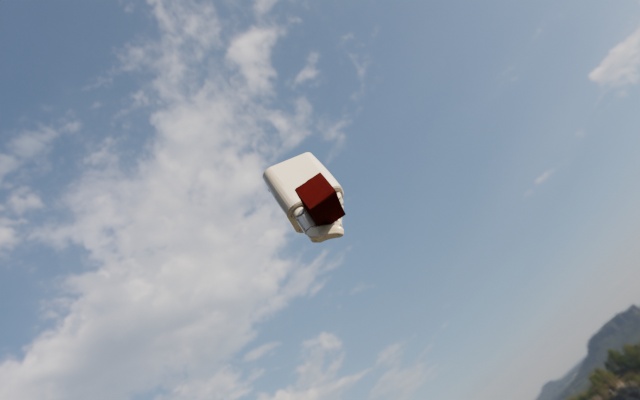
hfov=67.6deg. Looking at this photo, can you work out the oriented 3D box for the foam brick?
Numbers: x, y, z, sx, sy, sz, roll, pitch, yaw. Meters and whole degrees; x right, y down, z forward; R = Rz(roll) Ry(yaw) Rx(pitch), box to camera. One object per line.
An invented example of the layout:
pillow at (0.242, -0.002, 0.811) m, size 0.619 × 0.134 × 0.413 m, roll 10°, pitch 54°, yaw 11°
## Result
foam brick at (0.000, 0.002, 0.784) m, size 0.053 × 0.051 × 0.078 m, roll -34°, pitch -33°, yaw -5°
